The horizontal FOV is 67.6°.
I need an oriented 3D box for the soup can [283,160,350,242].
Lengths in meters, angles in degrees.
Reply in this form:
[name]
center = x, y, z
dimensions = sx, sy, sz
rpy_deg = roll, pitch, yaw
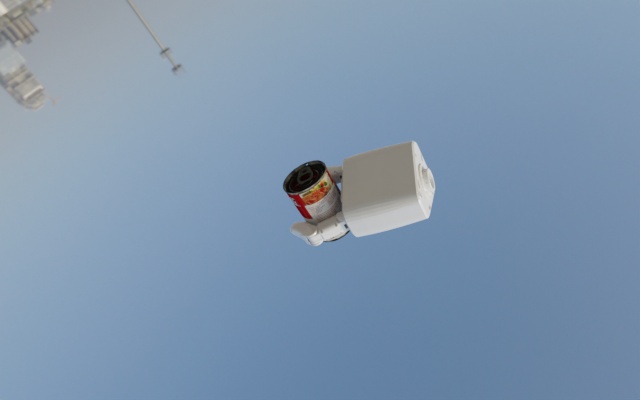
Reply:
[soup can]
center = 0.000, 0.003, 0.686
dimensions = 0.068, 0.102, 0.068
rpy_deg = -22, 35, 16
